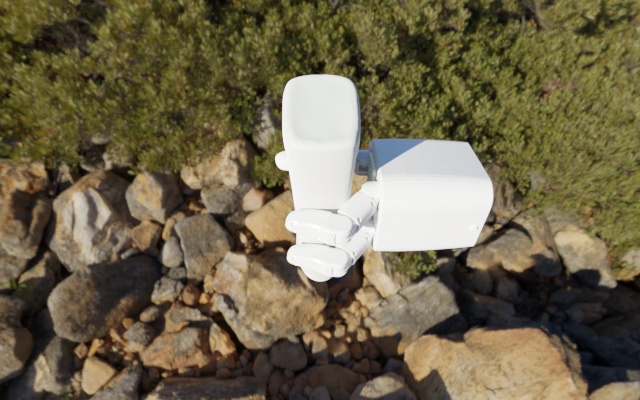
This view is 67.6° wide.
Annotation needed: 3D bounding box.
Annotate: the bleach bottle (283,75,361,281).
[{"bbox_3d":[0.000,0.002,0.501,0.068,0.102,0.251,0,-39,-1],"label":"bleach bottle"}]
